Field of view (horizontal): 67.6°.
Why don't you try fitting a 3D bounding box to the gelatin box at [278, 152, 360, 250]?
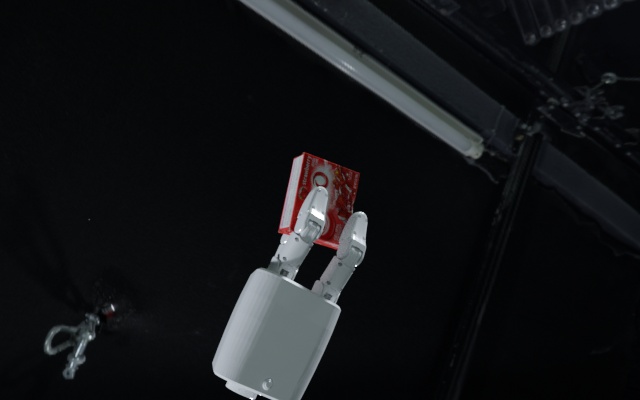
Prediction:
[{"bbox_3d":[0.000,0.001,0.522,0.073,0.089,0.030,19,-17,-26],"label":"gelatin box"}]
